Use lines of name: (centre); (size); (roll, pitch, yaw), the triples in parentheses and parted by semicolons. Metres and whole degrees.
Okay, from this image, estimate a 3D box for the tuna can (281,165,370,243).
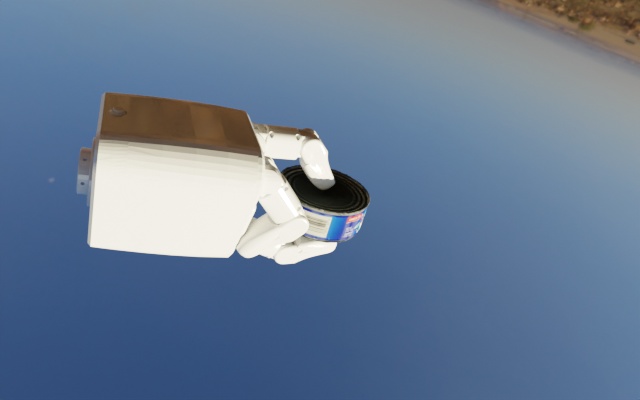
tuna can: (0.000, 0.002, 0.441); (0.086, 0.034, 0.086); (13, 29, -7)
